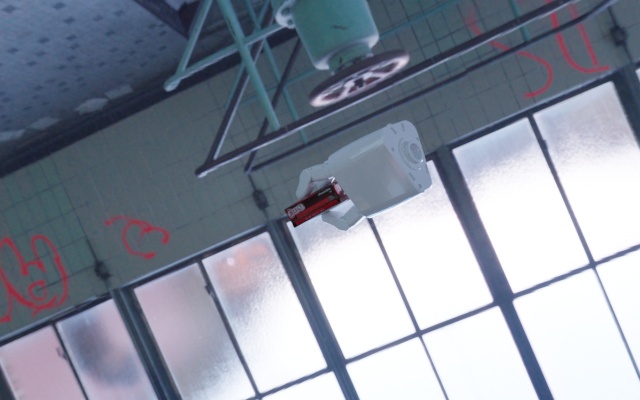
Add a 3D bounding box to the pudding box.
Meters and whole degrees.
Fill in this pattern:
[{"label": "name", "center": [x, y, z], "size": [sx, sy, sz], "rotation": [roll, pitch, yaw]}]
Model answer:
[{"label": "pudding box", "center": [0.000, 0.003, 0.785], "size": [0.090, 0.039, 0.113], "rotation": [-28, -3, 15]}]
